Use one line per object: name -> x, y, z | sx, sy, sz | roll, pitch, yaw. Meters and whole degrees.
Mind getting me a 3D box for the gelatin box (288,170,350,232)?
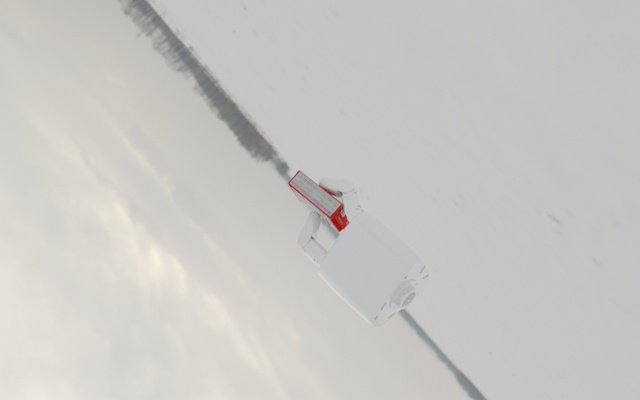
gelatin box -> 0.000, 0.002, 0.702 | 0.089, 0.030, 0.073 | 38, -8, 21
